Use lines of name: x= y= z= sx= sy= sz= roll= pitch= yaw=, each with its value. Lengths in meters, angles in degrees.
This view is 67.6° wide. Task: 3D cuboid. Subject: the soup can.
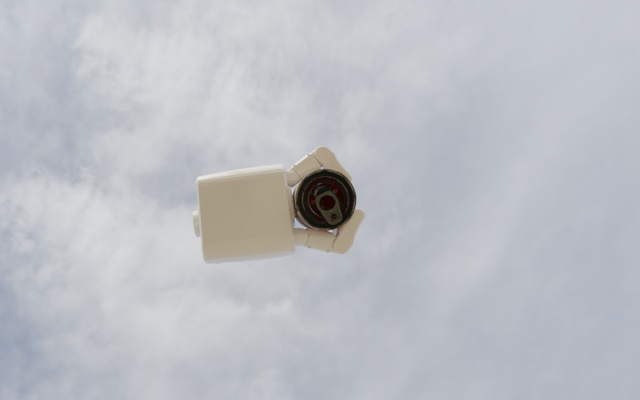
soup can: x=0.001 y=0.002 z=0.572 sx=0.068 sy=0.068 sz=0.102 roll=0 pitch=-3 yaw=-7
